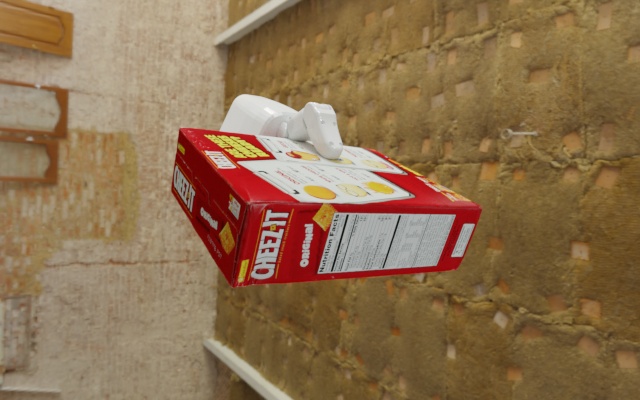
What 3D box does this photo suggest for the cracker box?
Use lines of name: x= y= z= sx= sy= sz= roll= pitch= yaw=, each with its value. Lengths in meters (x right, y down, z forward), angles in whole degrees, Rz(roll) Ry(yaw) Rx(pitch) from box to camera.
cracker box: x=0.000 y=0.001 z=0.412 sx=0.214 sy=0.072 sz=0.164 roll=1 pitch=22 yaw=-32
